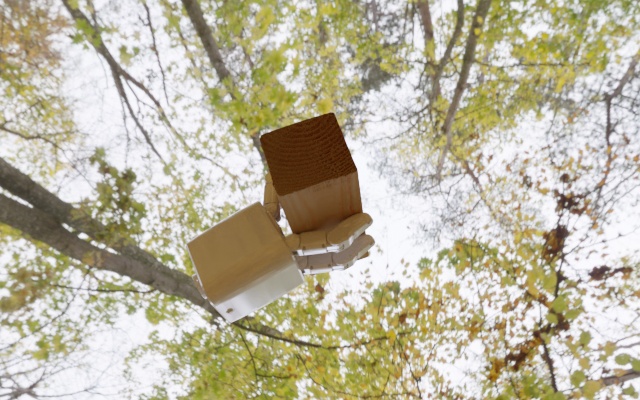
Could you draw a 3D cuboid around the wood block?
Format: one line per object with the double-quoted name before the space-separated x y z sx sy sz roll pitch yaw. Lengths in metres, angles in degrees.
"wood block" 0.000 0.002 0.594 0.090 0.090 0.206 -19 -32 -2
